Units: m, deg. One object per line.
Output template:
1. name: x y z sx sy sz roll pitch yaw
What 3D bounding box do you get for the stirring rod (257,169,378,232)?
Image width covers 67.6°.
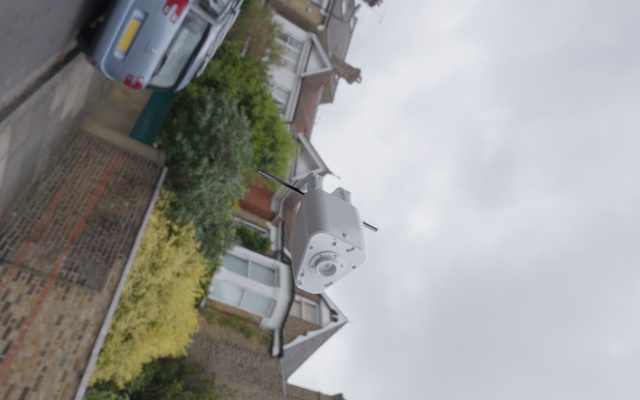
1. stirring rod: 0.000 0.003 0.814 0.239 0.011 0.011 27 -10 -20
